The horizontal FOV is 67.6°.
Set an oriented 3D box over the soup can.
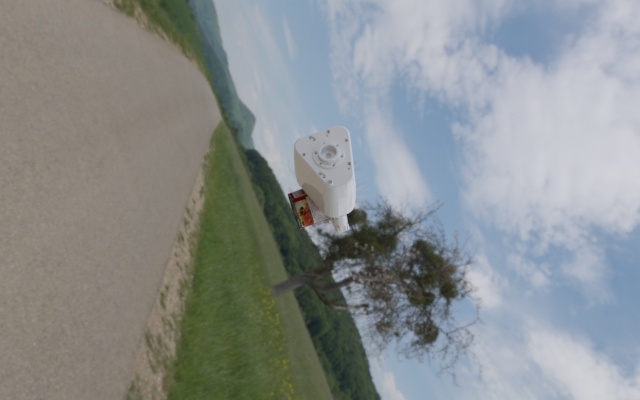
[{"bbox_3d":[0.000,0.003,0.853,0.102,0.068,0.068,-20,2,-7],"label":"soup can"}]
